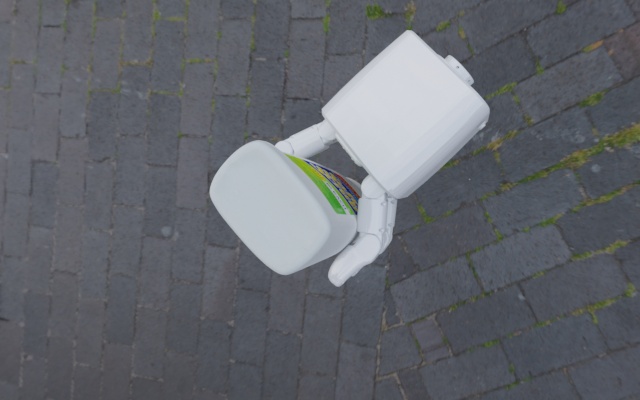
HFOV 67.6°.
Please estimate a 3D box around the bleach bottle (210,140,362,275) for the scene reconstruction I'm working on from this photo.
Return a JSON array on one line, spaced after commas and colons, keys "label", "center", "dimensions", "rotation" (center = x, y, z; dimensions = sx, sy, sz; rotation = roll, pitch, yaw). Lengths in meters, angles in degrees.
[{"label": "bleach bottle", "center": [0.000, 0.002, 0.463], "dimensions": [0.068, 0.102, 0.251], "rotation": [-44, -10, 15]}]
